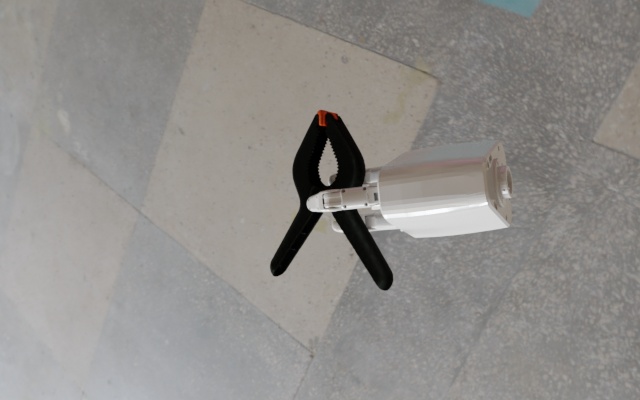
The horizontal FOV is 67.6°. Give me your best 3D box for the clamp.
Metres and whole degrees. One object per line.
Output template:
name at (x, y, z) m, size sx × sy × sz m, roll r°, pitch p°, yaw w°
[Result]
clamp at (0.000, 0.001, 0.565) m, size 0.164 × 0.210 × 0.036 m, roll -7°, pitch -2°, yaw 32°
